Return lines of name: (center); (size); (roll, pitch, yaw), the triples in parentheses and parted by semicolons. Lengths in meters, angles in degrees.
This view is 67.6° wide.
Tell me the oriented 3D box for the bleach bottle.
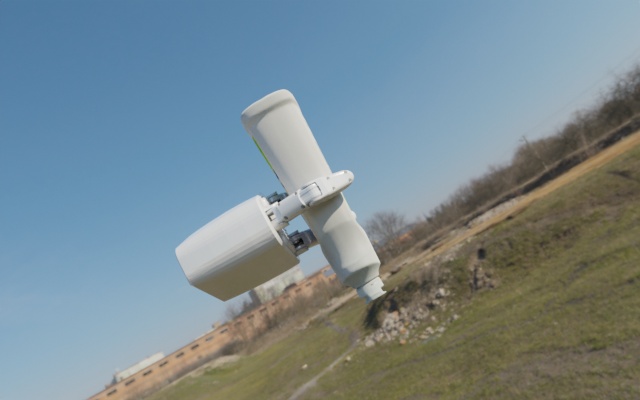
bleach bottle: (0.000, 0.002, 0.551); (0.068, 0.251, 0.102); (-30, -10, 1)
